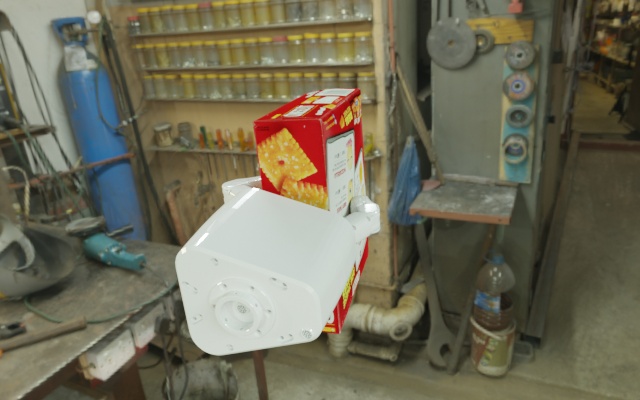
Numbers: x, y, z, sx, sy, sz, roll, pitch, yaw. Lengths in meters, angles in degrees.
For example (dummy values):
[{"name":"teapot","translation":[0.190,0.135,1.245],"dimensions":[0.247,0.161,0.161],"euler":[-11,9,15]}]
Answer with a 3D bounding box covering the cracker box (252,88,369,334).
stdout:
[{"name":"cracker box","translation":[0.000,0.001,0.504],"dimensions":[0.072,0.214,0.164],"euler":[2,22,16]}]
